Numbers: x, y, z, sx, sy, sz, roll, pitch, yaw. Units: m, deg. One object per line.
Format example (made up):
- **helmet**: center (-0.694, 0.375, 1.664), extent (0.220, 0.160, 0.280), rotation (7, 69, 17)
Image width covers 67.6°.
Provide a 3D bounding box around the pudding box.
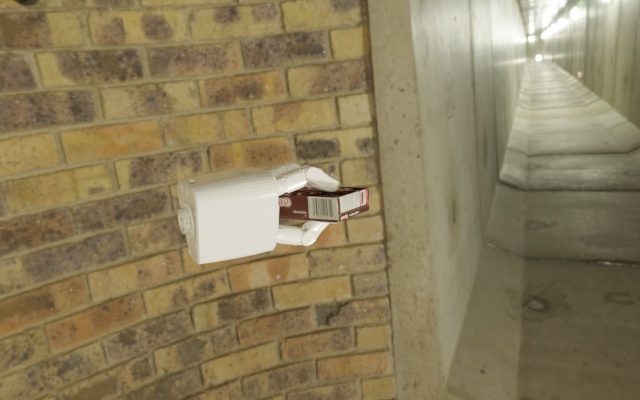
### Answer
- **pudding box**: center (0.000, 0.002, 0.680), extent (0.113, 0.039, 0.090), rotation (5, 13, 32)
